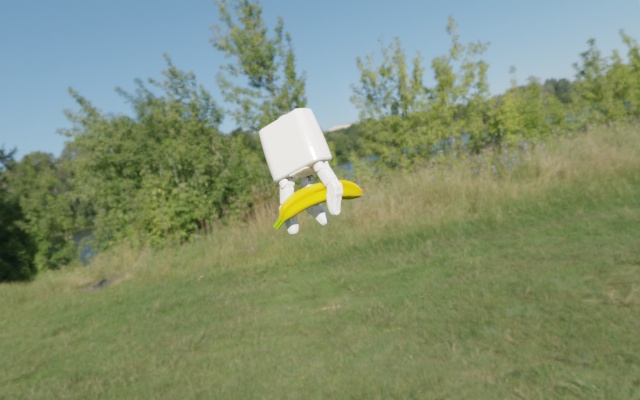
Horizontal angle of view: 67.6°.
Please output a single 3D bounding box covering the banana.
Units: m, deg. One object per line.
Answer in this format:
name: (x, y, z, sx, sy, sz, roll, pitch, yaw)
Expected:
banana: (0.002, -0.006, 0.881, 0.198, 0.037, 0.070, -19, -26, -26)
